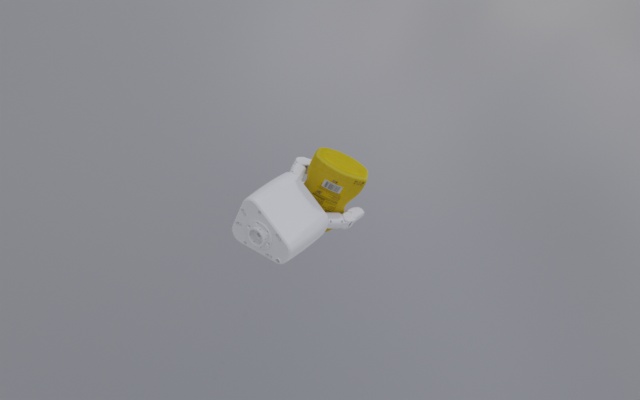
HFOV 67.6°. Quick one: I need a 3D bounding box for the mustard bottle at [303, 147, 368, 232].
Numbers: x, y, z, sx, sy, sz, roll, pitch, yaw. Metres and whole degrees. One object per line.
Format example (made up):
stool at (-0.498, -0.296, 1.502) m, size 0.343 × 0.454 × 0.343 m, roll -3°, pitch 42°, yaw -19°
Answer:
mustard bottle at (0.000, 0.002, 0.832) m, size 0.096 × 0.192 × 0.058 m, roll 24°, pitch 39°, yaw -7°
